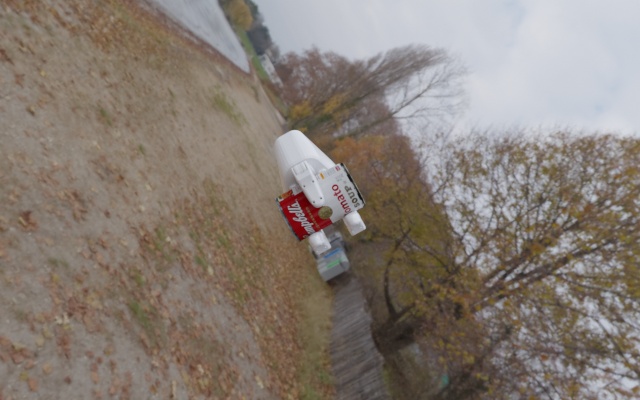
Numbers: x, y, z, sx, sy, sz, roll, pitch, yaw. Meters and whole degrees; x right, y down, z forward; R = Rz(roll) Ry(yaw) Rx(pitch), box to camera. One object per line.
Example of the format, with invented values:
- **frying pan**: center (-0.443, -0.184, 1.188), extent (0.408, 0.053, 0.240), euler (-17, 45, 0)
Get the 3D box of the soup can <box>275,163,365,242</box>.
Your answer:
- **soup can**: center (0.000, 0.002, 0.638), extent (0.102, 0.068, 0.068), euler (-29, -1, 1)
